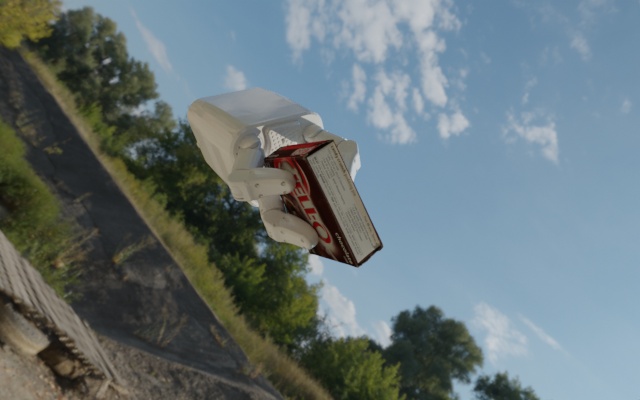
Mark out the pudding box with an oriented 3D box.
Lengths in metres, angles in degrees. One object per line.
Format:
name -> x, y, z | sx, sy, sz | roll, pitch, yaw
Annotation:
pudding box -> 0.000, 0.001, 0.444 | 0.039, 0.113, 0.090 | -35, 18, -22
